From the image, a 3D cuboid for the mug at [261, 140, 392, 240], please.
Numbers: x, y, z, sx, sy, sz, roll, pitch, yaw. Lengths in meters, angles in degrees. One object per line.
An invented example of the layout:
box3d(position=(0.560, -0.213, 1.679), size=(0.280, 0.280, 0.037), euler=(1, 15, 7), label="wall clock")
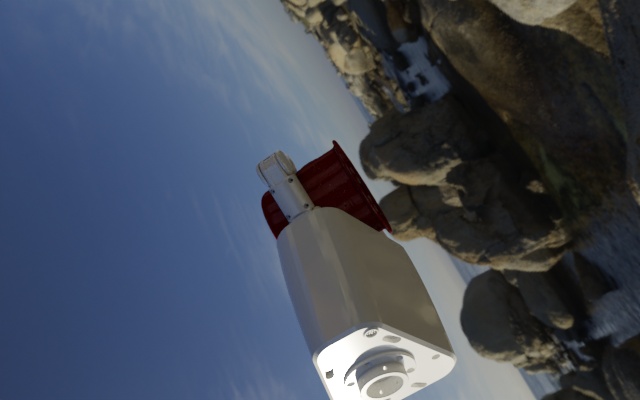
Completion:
box3d(position=(-0.001, 0.001, 0.423), size=(0.081, 0.093, 0.117), euler=(-32, 40, 8), label="mug")
